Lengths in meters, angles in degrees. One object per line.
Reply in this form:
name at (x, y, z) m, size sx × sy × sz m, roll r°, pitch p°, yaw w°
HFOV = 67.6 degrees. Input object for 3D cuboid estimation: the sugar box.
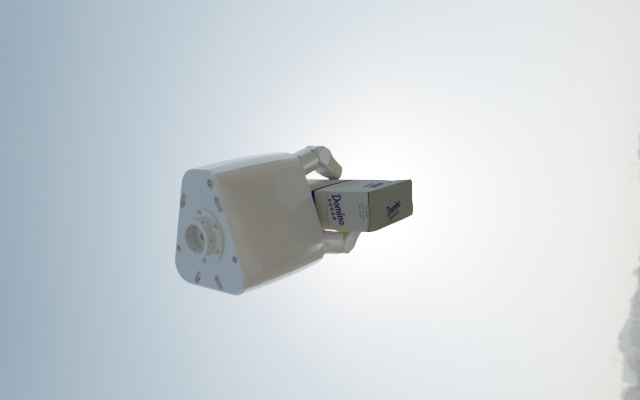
sugar box at (0.000, 0.002, 0.512) m, size 0.176 × 0.048 × 0.093 m, roll 5°, pitch 13°, yaw 36°
